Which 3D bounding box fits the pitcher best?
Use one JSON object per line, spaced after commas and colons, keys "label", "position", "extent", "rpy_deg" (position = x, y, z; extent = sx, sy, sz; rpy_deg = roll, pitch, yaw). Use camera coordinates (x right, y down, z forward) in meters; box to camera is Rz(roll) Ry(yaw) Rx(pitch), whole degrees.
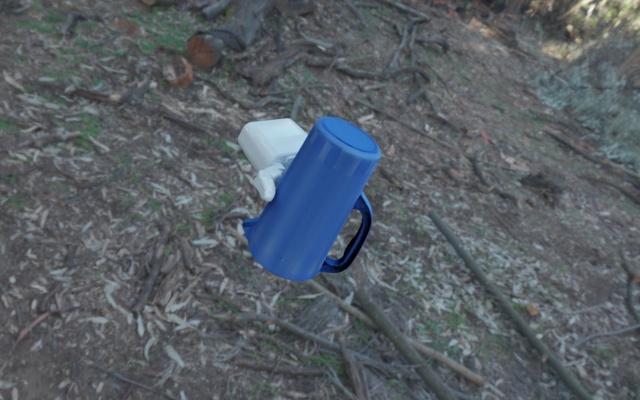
{"label": "pitcher", "position": [0.000, 0.002, 0.744], "extent": [0.149, 0.243, 0.145], "rpy_deg": [1, 39, -44]}
